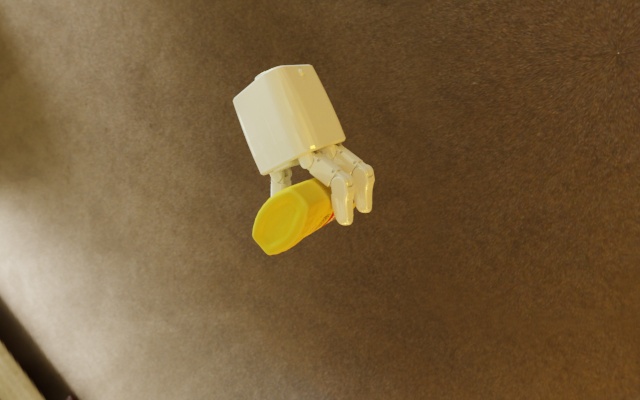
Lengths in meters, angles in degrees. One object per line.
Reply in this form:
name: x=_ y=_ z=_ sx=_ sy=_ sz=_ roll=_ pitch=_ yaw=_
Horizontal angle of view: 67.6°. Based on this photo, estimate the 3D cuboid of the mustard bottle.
mustard bottle: x=0.000 y=0.002 z=0.615 sx=0.096 sy=0.058 sz=0.191 roll=-51 pitch=-14 yaw=32
